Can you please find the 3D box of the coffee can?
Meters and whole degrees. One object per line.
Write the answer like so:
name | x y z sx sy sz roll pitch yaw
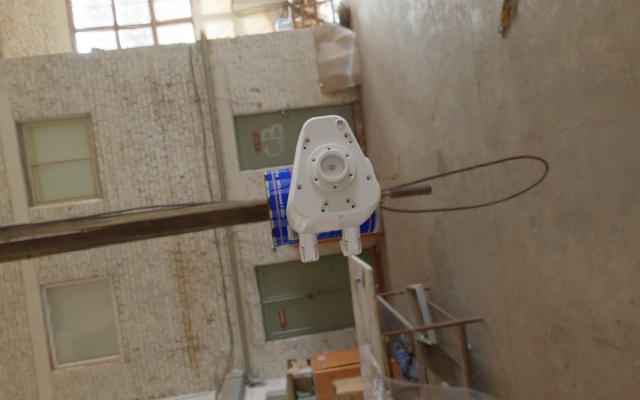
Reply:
coffee can | 0.000 0.002 0.641 0.140 0.103 0.103 -8 1 -5
